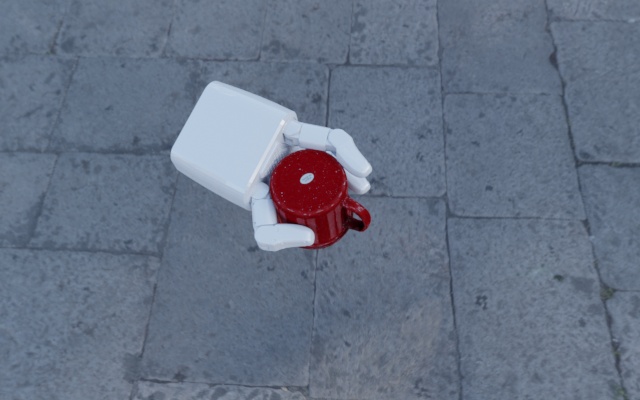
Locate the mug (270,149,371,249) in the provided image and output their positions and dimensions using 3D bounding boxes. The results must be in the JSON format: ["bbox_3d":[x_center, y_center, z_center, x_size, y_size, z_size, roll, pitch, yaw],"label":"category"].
[{"bbox_3d":[0.001,0.002,0.521,0.117,0.093,0.081,25,-21,15],"label":"mug"}]
